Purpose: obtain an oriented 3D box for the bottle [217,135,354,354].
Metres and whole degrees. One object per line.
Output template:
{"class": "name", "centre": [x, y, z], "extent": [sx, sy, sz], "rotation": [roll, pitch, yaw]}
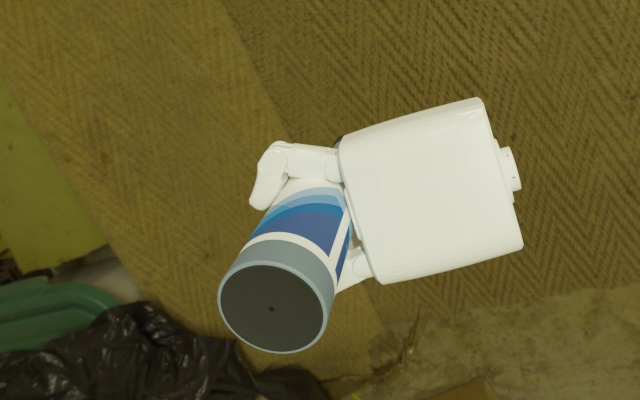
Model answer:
{"class": "bottle", "centre": [0.000, 0.001, 0.405], "extent": [0.069, 0.069, 0.295], "rotation": [0, 25, 12]}
